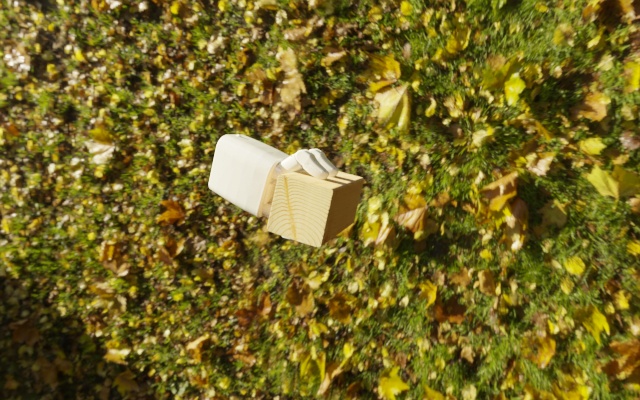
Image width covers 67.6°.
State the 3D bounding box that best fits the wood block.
[{"bbox_3d":[0.000,0.003,0.792,0.090,0.091,0.206,16,12,15],"label":"wood block"}]
